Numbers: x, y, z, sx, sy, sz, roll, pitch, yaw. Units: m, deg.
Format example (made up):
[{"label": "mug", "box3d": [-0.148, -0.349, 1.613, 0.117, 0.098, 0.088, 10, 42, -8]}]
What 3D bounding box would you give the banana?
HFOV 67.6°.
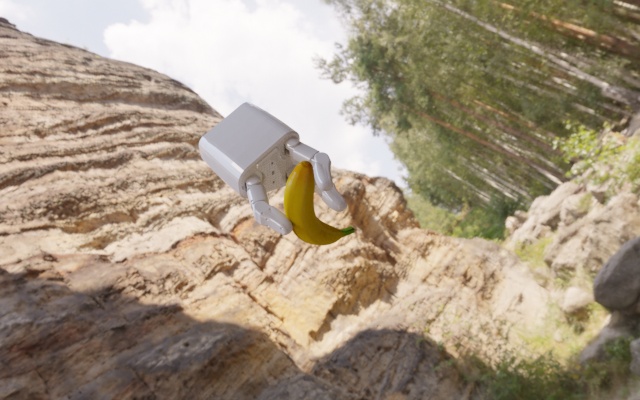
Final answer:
[{"label": "banana", "box3d": [-0.012, 0.016, 0.625, 0.037, 0.069, 0.198, 43, -6, 31]}]
